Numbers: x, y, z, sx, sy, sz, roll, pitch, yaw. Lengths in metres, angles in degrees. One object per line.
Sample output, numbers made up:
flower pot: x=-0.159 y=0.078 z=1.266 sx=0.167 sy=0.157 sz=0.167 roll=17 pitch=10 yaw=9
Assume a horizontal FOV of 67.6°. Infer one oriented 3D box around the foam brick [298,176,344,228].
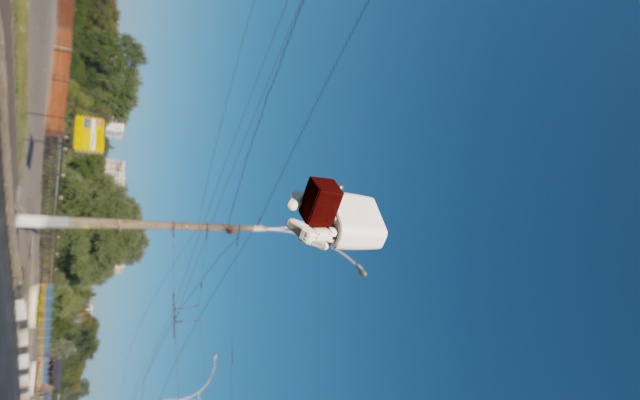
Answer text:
foam brick: x=0.000 y=0.003 z=0.864 sx=0.051 sy=0.078 sz=0.053 roll=5 pitch=30 yaw=-26
